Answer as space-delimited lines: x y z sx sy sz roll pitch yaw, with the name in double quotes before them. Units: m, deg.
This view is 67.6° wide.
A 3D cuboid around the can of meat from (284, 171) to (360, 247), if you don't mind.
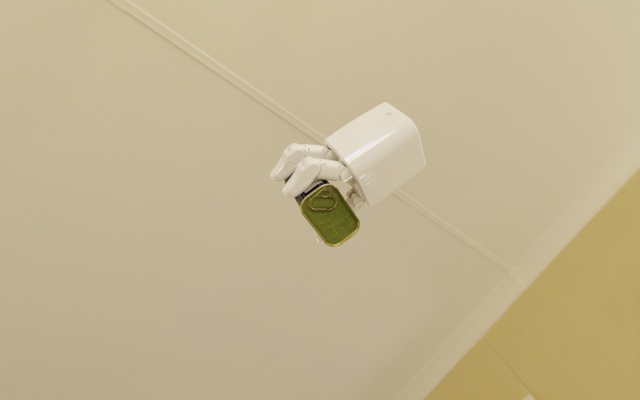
"can of meat" 0.000 0.002 0.672 0.057 0.102 0.084 -37 37 0
